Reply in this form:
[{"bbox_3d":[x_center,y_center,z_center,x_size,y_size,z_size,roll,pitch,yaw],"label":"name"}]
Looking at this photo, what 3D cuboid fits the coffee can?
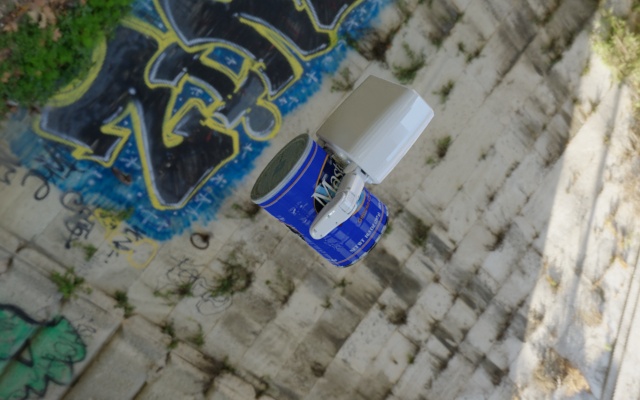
[{"bbox_3d":[0.000,0.002,0.587,0.140,0.102,0.103,41,-17,-21],"label":"coffee can"}]
